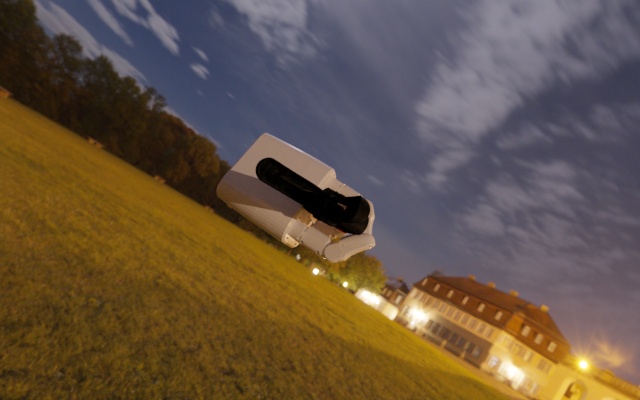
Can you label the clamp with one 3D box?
[{"bbox_3d":[0.001,0.001,0.511,0.120,0.039,0.171,31,-7,13],"label":"clamp"}]
